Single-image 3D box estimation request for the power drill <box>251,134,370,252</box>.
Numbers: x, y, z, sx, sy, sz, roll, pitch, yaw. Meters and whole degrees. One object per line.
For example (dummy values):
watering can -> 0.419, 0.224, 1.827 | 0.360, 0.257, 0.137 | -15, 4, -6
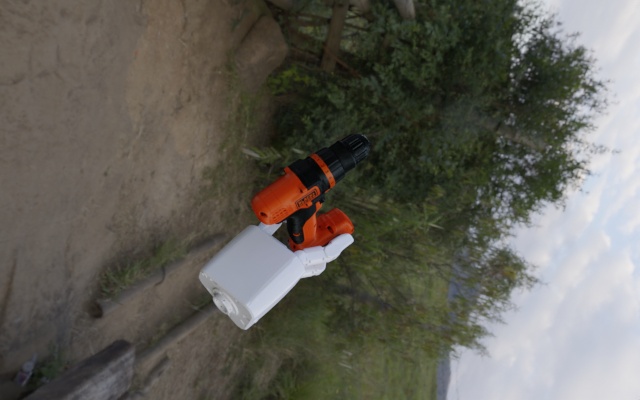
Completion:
power drill -> 0.000, 0.003, 0.700 | 0.184, 0.057, 0.188 | -33, -33, -10
